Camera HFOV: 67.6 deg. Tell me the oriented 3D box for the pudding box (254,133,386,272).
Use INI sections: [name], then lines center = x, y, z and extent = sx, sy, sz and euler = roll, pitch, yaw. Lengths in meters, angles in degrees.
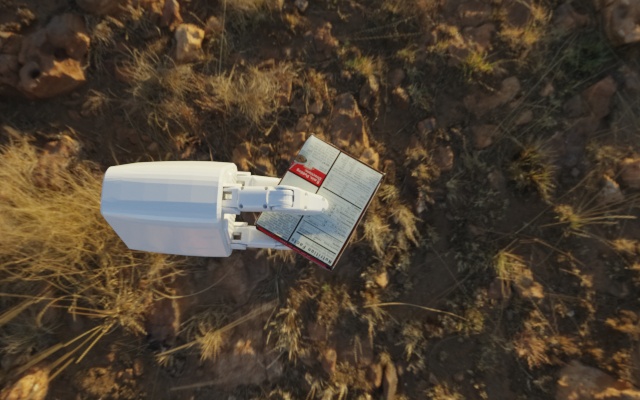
[pudding box]
center = 0.000, 0.002, 0.482
extent = 0.090, 0.113, 0.039
euler = 30, -8, 3
